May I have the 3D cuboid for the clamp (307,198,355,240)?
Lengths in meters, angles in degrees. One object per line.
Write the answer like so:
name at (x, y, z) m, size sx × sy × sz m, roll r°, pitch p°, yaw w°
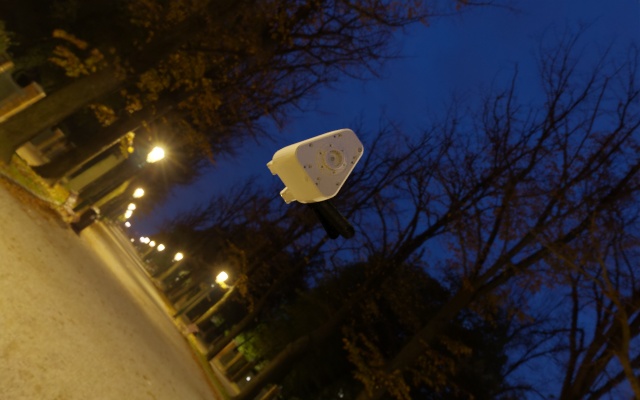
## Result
clamp at (0.000, 0.002, 0.837) m, size 0.039 × 0.171 × 0.120 m, roll -40°, pitch 13°, yaw -18°
